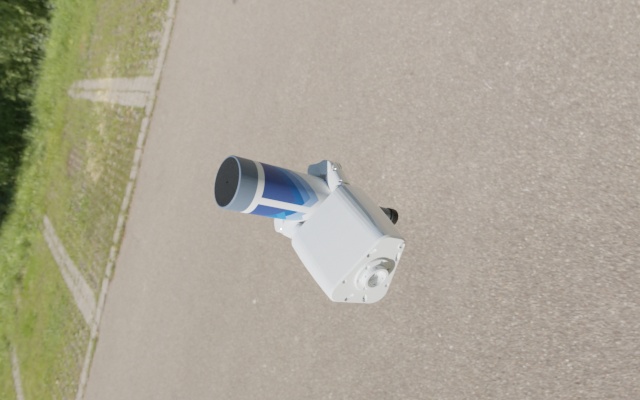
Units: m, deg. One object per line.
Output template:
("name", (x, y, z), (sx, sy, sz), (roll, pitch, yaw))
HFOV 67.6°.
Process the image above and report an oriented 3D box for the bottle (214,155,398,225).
("bottle", (0.000, 0.002, 0.667), (0.296, 0.069, 0.069), (12, -8, -38))
